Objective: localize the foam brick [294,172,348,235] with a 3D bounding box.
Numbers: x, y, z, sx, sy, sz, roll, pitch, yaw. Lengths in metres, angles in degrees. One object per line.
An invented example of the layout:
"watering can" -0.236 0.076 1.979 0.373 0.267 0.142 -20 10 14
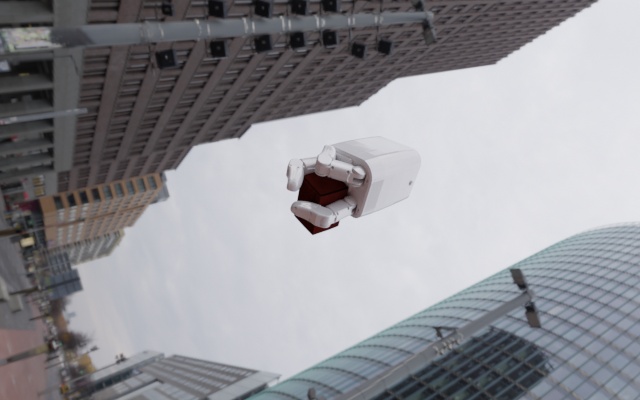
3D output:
"foam brick" 0.000 0.003 0.708 0.051 0.078 0.053 -18 48 -33
